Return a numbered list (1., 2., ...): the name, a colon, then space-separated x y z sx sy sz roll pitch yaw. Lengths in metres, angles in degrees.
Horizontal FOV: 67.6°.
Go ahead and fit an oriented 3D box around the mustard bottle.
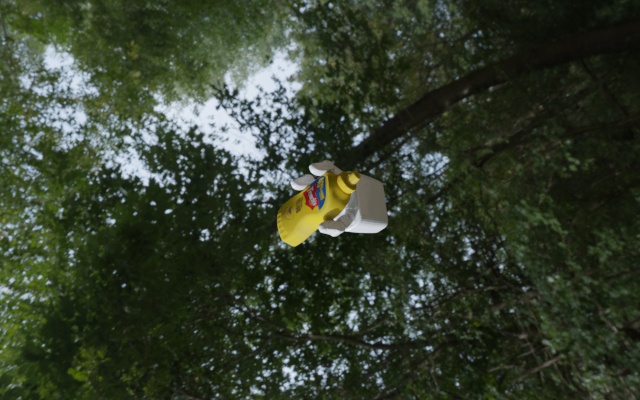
1. mustard bottle: 0.000 0.003 0.895 0.058 0.096 0.192 32 -53 -31
